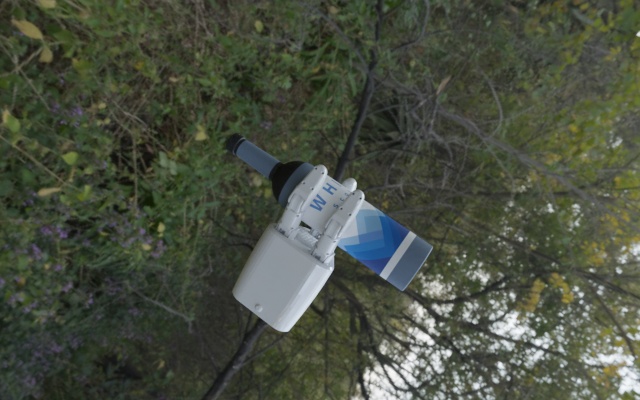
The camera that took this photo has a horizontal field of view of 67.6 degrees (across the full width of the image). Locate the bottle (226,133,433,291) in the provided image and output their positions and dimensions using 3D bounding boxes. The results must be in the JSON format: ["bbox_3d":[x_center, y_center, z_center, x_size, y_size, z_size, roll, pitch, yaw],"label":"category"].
[{"bbox_3d":[0.000,0.002,0.612,0.295,0.069,0.069,35,8,11],"label":"bottle"}]
